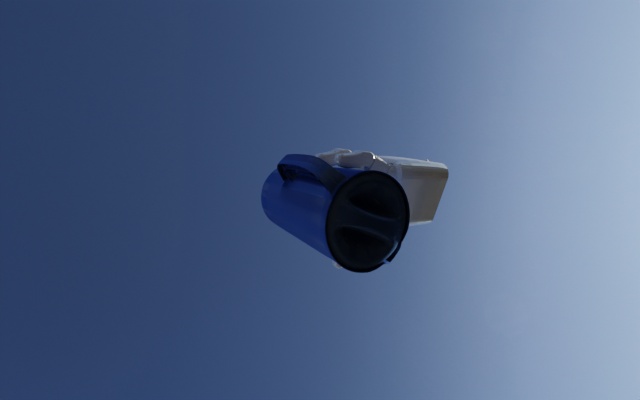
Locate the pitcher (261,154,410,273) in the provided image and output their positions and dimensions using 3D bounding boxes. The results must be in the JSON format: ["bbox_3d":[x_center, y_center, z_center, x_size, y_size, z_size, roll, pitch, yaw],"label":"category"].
[{"bbox_3d":[0.000,0.002,0.699,0.145,0.149,0.243,-4,11,-30],"label":"pitcher"}]
